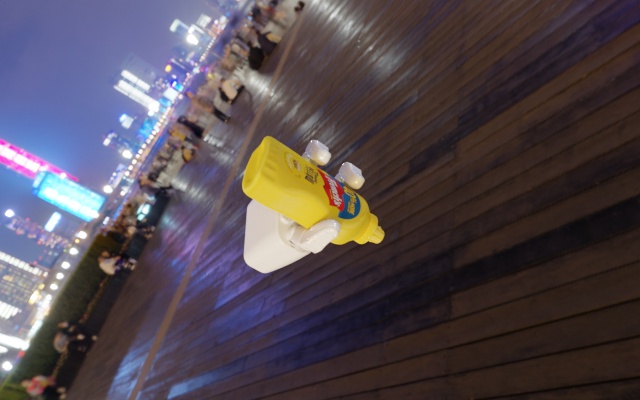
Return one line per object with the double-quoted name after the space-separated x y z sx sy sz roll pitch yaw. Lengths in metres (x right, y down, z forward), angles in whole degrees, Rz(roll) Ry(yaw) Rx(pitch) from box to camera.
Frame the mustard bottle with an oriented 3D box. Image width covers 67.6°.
0.000 0.002 0.585 0.192 0.058 0.096 32 28 -20 "mustard bottle"
